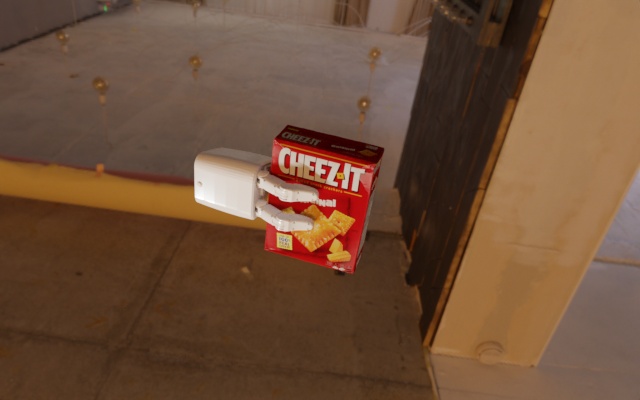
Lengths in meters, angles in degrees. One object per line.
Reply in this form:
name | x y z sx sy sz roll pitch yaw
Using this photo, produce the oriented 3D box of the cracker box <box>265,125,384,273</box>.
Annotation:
cracker box | 0.000 0.003 0.781 0.164 0.214 0.072 15 32 10
